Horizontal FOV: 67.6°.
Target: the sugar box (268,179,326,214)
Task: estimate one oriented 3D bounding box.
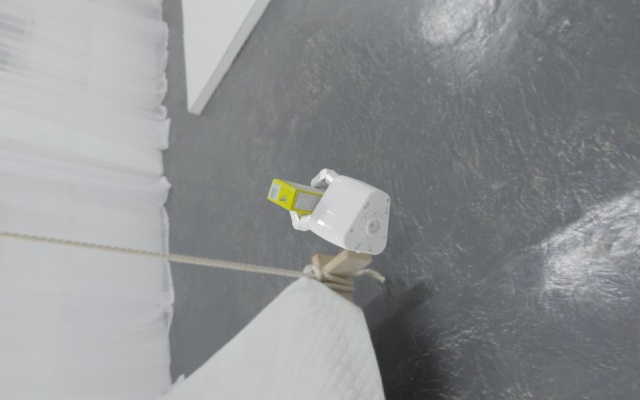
[{"bbox_3d":[0.000,0.003,0.896,0.176,0.048,0.093,14,7,-34],"label":"sugar box"}]
